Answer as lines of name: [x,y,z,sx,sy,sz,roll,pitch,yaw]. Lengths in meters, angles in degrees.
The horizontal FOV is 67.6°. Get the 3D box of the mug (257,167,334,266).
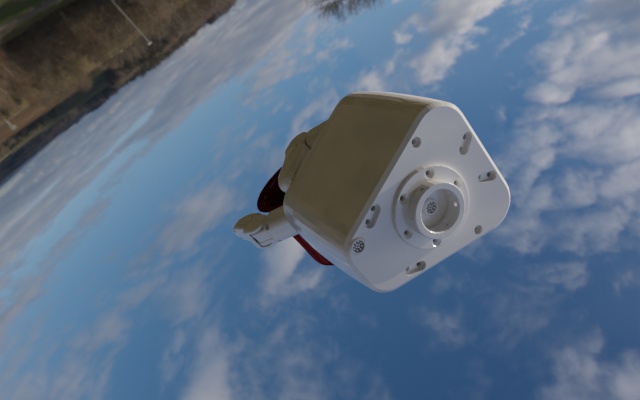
mug: [0.000,0.001,0.442,0.093,0.081,0.117,-44,23,-7]
